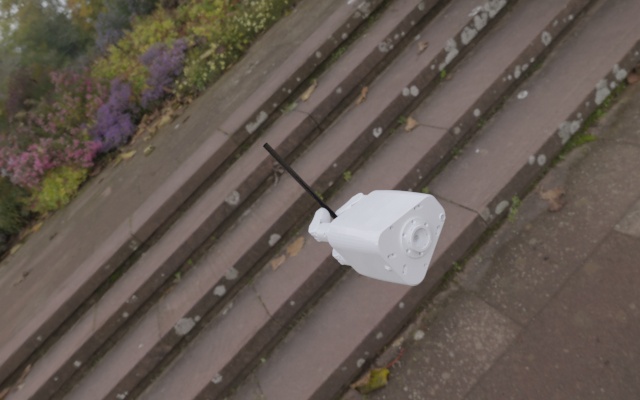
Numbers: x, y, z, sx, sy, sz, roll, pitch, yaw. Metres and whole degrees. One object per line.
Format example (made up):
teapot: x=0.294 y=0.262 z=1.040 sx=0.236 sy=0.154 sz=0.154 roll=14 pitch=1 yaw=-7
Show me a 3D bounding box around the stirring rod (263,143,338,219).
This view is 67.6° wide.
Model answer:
stirring rod: x=0.000 y=0.002 z=0.708 sx=0.240 sy=0.011 sz=0.011 roll=46 pitch=-22 yaw=-23
